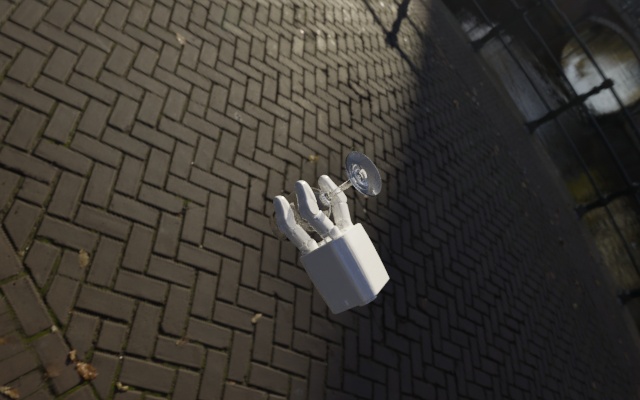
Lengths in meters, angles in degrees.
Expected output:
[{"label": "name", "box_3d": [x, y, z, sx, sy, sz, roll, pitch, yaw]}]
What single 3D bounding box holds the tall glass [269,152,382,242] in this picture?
[{"label": "tall glass", "box_3d": [0.001, 0.002, 0.765, 0.079, 0.079, 0.201, 0, -25, -45]}]
